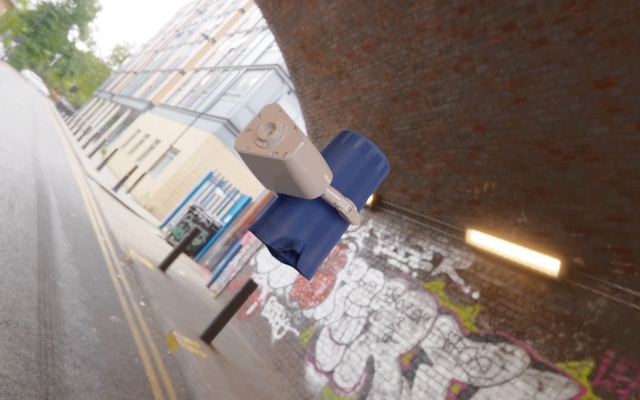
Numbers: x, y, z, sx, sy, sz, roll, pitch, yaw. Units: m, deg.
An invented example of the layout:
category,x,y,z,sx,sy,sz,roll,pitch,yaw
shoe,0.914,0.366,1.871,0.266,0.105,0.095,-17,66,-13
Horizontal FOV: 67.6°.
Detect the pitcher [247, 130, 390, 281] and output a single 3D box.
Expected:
category,x,y,z,sx,sy,sz,roll,pitch,yaw
pitcher,0.000,0.003,0.807,0.149,0.243,0.145,33,-12,34
